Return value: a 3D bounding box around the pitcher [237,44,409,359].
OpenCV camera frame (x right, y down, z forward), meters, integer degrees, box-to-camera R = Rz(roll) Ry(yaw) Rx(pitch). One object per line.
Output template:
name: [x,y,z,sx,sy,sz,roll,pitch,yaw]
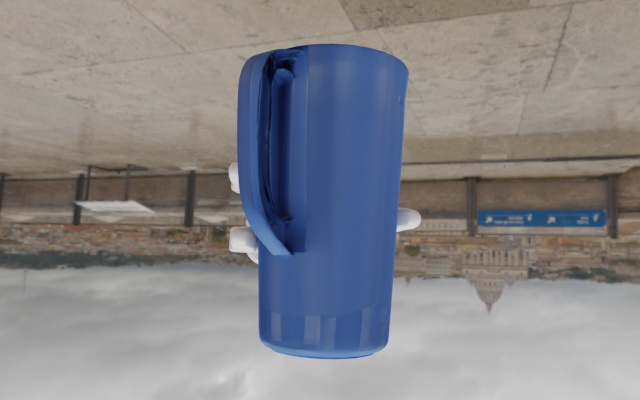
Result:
pitcher: [0.000,0.001,0.402,0.149,0.243,0.145,3,-7,-12]
